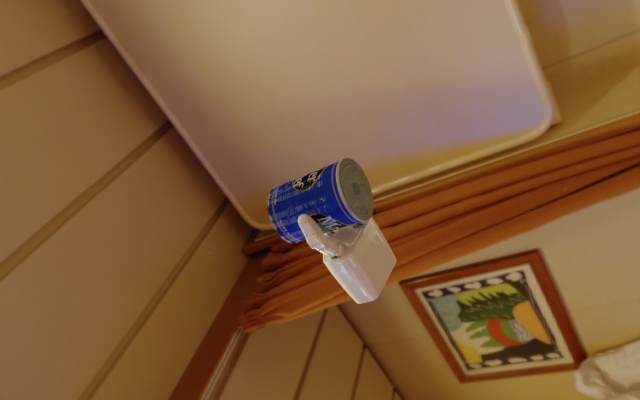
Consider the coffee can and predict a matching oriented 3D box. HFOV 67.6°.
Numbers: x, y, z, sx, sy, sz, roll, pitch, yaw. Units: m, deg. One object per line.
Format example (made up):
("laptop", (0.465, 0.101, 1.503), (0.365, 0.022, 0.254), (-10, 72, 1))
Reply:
("coffee can", (0.000, 0.002, 0.771), (0.140, 0.103, 0.103), (-20, -10, 29))
